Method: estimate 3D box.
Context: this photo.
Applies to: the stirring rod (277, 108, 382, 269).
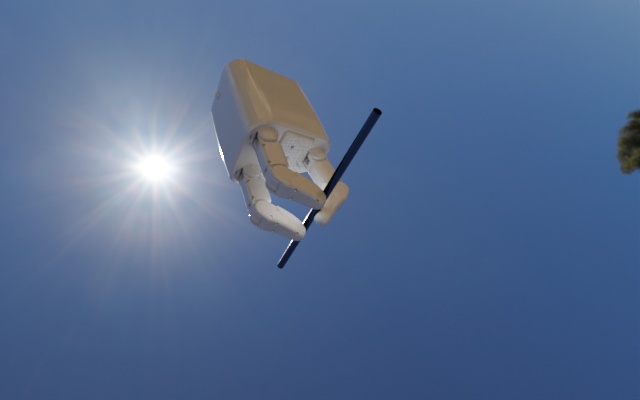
[{"bbox_3d":[0.000,0.001,0.471,0.011,0.011,0.240,0,-38,-29],"label":"stirring rod"}]
